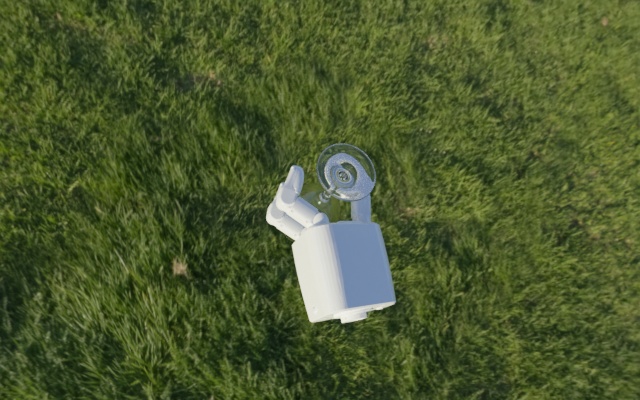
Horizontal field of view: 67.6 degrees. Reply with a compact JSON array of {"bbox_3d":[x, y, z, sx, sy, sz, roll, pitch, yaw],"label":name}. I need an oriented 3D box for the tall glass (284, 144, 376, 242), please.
[{"bbox_3d":[0.000,0.002,0.646,0.079,0.079,0.201,0,-21,-19],"label":"tall glass"}]
